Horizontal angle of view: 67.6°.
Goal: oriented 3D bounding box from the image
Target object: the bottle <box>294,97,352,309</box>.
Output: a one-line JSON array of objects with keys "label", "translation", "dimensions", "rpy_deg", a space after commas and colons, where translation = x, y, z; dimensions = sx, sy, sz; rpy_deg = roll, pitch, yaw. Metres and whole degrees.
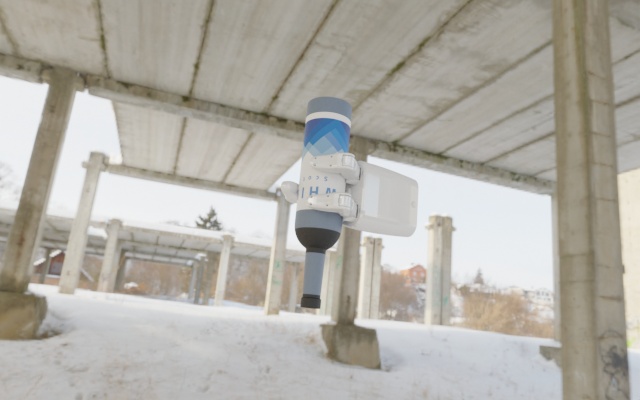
[{"label": "bottle", "translation": [0.000, 0.002, 0.675], "dimensions": [0.069, 0.295, 0.069], "rpy_deg": [5, -14, 1]}]
